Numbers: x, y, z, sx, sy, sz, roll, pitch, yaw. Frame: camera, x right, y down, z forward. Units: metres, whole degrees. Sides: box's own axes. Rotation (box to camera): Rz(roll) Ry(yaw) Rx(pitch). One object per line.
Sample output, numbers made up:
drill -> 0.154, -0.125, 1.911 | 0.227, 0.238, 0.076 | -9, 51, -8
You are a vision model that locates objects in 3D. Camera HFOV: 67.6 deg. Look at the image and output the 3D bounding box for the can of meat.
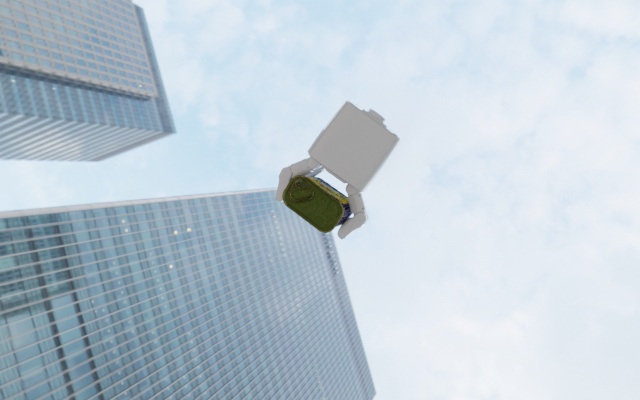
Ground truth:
can of meat -> 0.000, 0.003, 0.783 | 0.102, 0.057, 0.084 | 36, 14, 13
